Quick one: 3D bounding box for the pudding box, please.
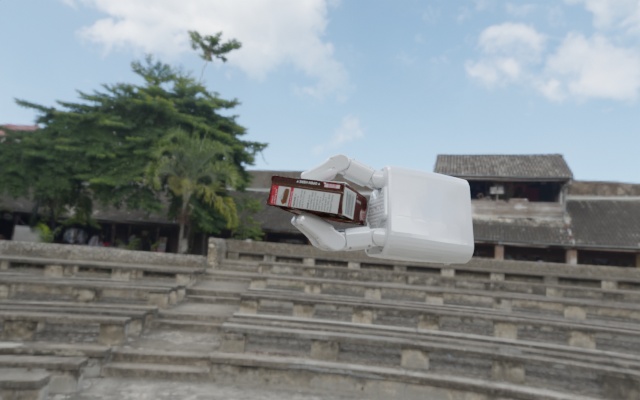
[{"bbox_3d":[0.000,0.002,0.564,0.090,0.039,0.113,7,-8,18],"label":"pudding box"}]
